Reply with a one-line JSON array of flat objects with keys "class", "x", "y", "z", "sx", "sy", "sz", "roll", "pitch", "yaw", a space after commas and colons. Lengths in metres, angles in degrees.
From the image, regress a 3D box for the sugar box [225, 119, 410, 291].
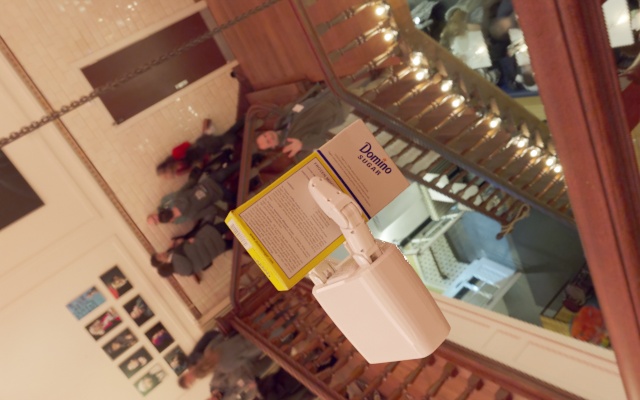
[{"class": "sugar box", "x": 0.000, "y": 0.002, "z": 0.496, "sx": 0.176, "sy": 0.093, "sz": 0.048, "roll": -38, "pitch": 3, "yaw": -24}]
